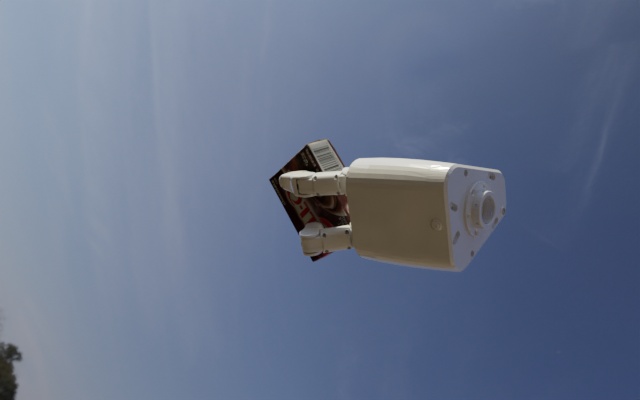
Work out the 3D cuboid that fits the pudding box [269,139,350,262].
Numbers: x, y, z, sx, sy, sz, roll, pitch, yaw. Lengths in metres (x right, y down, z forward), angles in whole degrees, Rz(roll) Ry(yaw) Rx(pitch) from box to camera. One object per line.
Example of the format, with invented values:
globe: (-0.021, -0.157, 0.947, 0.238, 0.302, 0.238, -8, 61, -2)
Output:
pudding box: (0.000, 0.002, 0.530, 0.039, 0.113, 0.090, -21, -10, -41)
